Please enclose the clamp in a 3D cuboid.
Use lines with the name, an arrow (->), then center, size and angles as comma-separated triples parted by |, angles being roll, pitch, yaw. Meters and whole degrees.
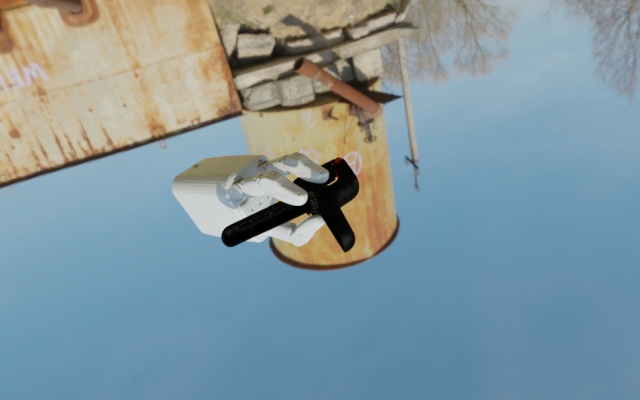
clamp -> 0.000, 0.002, 0.593 | 0.164, 0.036, 0.210 | 5, 31, 31
